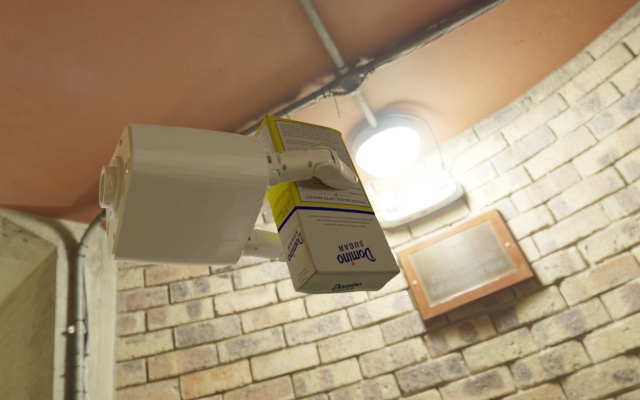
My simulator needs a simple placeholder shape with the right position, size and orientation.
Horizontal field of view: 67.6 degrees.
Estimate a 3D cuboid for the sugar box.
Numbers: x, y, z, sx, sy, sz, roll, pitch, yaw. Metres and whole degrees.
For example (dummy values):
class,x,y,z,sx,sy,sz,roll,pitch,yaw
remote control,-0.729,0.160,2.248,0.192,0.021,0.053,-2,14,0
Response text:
class,x,y,z,sx,sy,sz,roll,pitch,yaw
sugar box,0.000,0.002,0.453,0.093,0.176,0.048,6,-38,-33
